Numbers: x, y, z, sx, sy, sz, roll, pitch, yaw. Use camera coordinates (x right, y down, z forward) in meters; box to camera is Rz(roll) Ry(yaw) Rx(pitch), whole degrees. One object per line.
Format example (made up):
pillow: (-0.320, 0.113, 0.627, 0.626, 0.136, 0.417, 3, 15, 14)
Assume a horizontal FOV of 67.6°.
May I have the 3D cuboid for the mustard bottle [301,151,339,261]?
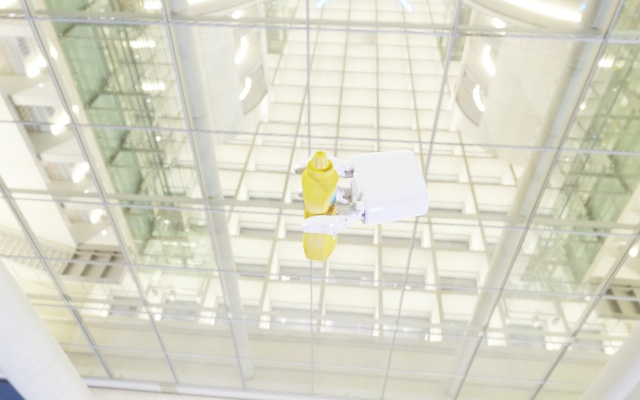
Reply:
mustard bottle: (0.000, 0.003, 0.769, 0.058, 0.192, 0.096, 8, 43, 8)
